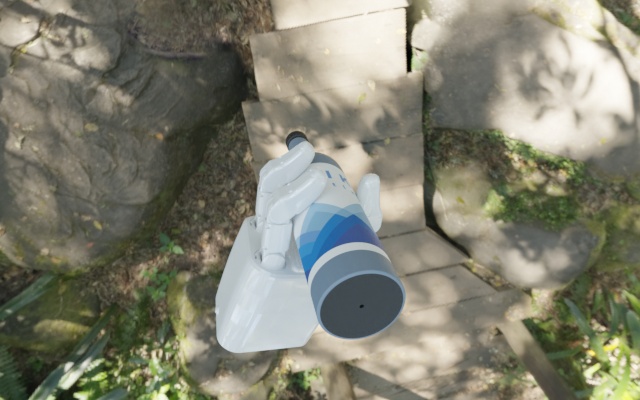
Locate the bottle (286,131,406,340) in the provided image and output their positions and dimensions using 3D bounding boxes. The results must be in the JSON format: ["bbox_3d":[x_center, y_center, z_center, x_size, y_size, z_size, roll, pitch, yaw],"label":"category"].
[{"bbox_3d":[0.000,0.002,0.464,0.069,0.069,0.295,0,31,-14],"label":"bottle"}]
